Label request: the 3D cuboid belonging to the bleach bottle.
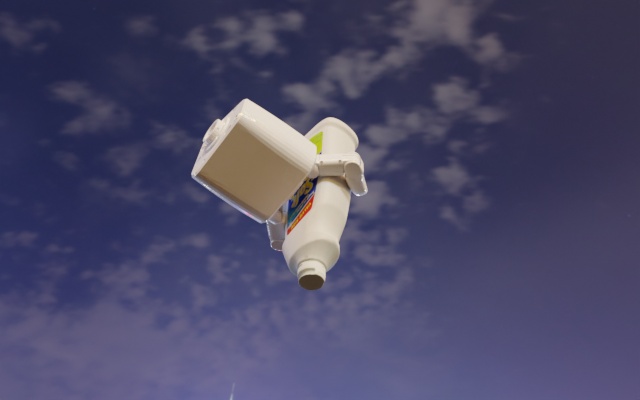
[{"bbox_3d":[0.000,0.002,0.606,0.068,0.250,0.102,36,-57,-25],"label":"bleach bottle"}]
